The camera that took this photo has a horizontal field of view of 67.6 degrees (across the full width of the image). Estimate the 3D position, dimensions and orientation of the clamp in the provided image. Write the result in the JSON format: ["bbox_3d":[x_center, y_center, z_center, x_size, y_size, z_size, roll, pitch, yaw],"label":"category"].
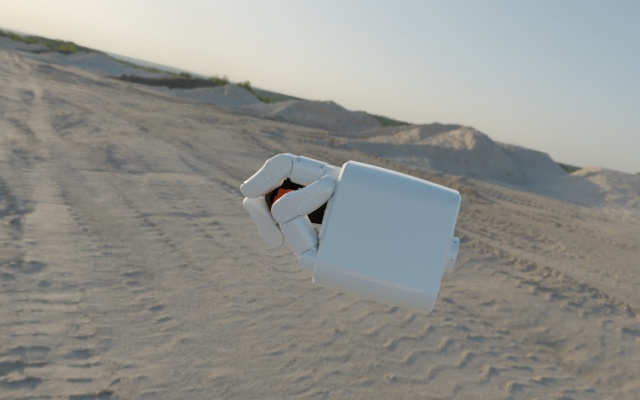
[{"bbox_3d":[0.000,0.001,0.519,0.120,0.039,0.171,15,11,9],"label":"clamp"}]
